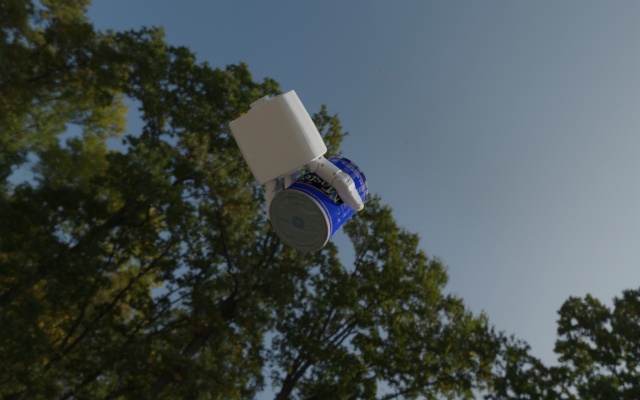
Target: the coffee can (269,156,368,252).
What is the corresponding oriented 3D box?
[{"bbox_3d":[0.000,0.003,0.755,0.103,0.103,0.140,0,26,33],"label":"coffee can"}]
